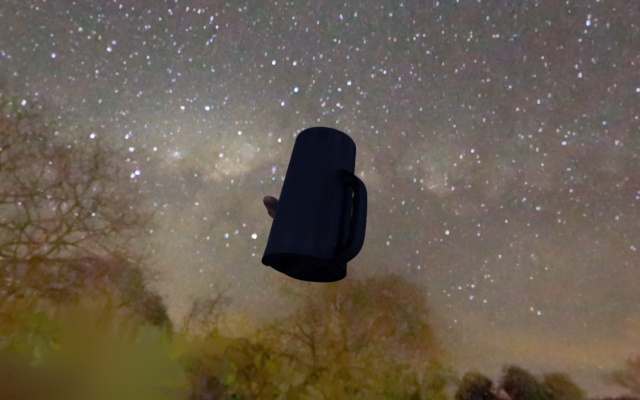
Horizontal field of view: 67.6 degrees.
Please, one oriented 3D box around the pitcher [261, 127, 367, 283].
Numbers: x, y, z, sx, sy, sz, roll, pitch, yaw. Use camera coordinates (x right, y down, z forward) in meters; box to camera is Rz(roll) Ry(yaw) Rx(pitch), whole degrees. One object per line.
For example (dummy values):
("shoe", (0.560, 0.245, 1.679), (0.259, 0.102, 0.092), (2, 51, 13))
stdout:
("pitcher", (0.000, 0.003, 0.778), (0.149, 0.242, 0.145), (9, -25, 2))
